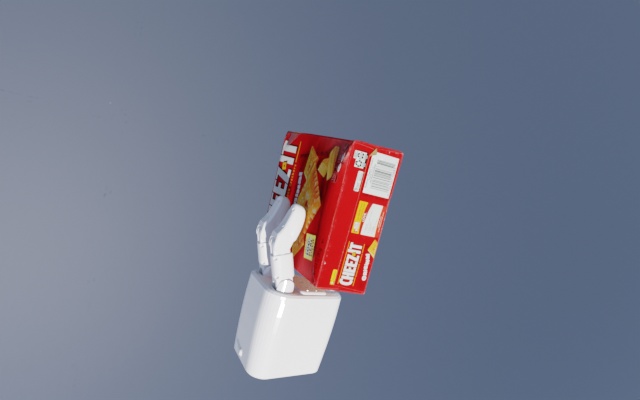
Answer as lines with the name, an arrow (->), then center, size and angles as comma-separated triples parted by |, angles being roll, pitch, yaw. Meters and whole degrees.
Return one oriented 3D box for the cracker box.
cracker box -> 0.000, 0.002, 0.600 | 0.072, 0.164, 0.213 | 12, 5, -25
